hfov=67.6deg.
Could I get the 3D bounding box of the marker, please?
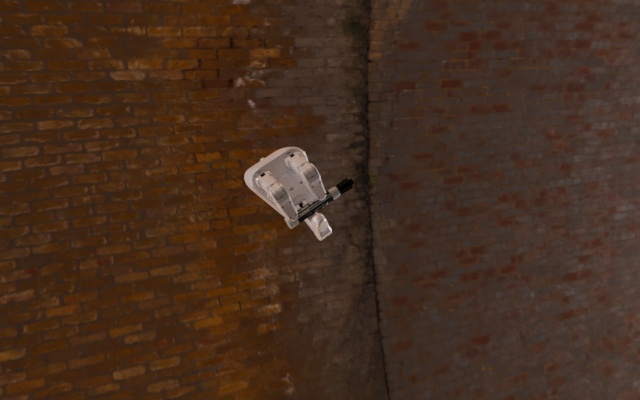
[{"bbox_3d":[0.000,0.002,0.729,0.121,0.020,0.020,-34,7,-11],"label":"marker"}]
